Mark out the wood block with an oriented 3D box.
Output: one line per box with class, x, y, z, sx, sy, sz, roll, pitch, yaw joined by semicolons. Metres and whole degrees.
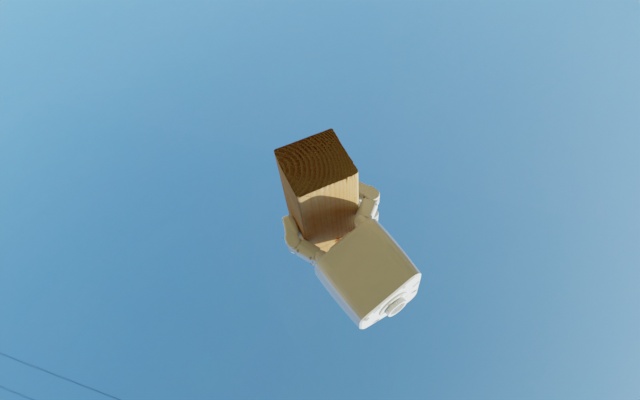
wood block;0.000;0.003;0.719;0.091;0.090;0.206;-22;-32;-10
